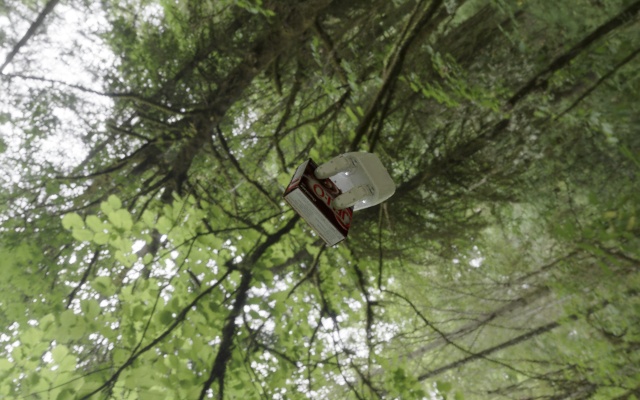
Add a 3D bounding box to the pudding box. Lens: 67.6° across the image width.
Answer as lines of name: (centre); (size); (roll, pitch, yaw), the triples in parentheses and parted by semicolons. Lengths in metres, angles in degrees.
pudding box: (0.000, 0.002, 0.728); (0.039, 0.113, 0.090); (-36, 19, 28)
